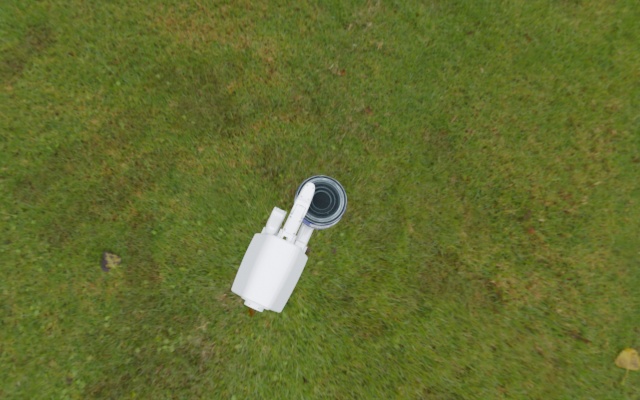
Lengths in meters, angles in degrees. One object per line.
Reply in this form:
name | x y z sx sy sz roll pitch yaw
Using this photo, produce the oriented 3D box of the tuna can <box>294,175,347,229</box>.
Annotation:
tuna can | 0.000 0.002 0.785 0.086 0.086 0.034 0 -14 -7
